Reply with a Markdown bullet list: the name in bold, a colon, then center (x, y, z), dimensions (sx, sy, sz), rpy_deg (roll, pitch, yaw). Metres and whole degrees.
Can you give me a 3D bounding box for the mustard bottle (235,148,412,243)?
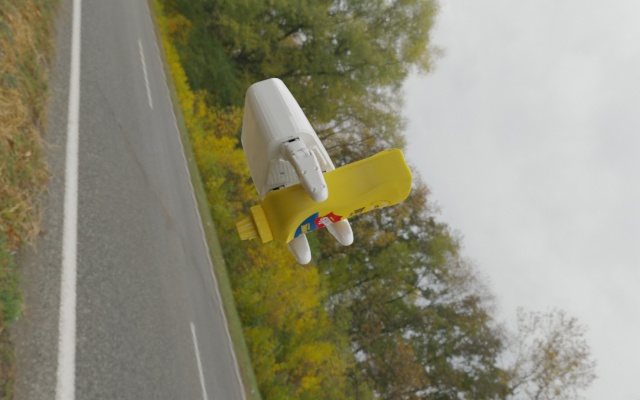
- **mustard bottle**: center (0.000, 0.002, 0.525), dimensions (0.191, 0.058, 0.096), rpy_deg (-19, -11, -9)
